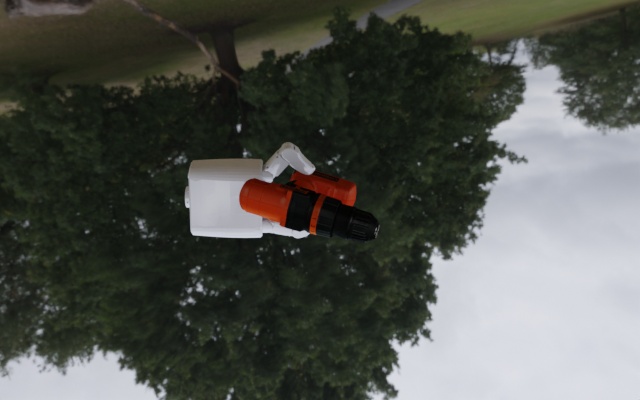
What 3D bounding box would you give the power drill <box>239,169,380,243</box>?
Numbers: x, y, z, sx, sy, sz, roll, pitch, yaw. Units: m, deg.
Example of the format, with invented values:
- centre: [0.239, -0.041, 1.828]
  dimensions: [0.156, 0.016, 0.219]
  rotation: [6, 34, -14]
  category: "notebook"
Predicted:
- centre: [0.000, 0.002, 0.671]
  dimensions: [0.184, 0.057, 0.187]
  rotation: [17, 11, 9]
  category: "power drill"
